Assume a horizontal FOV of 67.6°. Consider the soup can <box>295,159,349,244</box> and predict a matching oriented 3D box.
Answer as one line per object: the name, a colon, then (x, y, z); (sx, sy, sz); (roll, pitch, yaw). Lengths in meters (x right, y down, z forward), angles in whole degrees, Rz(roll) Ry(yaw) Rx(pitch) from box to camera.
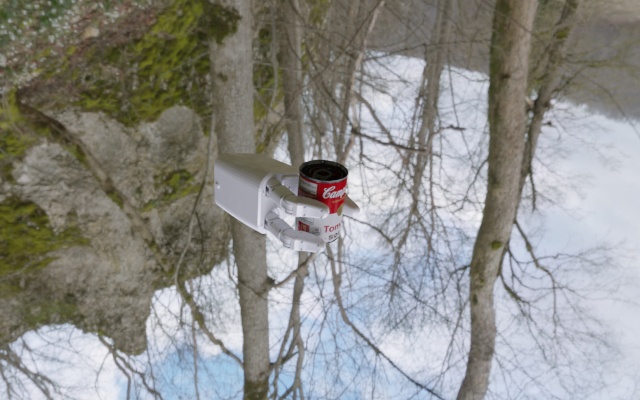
soup can: (0.001, 0.003, 0.676); (0.068, 0.102, 0.068); (5, 29, -3)
